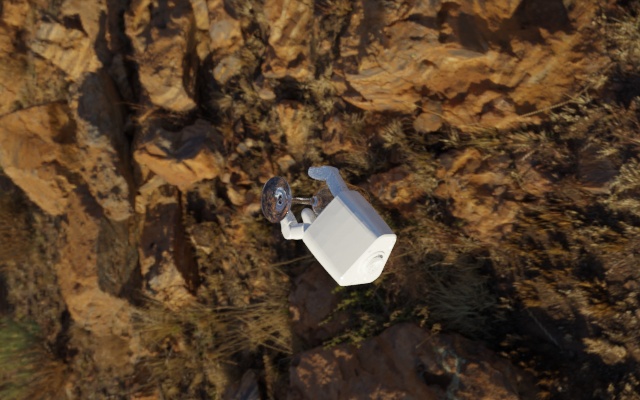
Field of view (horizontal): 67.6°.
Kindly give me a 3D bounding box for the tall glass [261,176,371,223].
[{"bbox_3d":[0.000,0.003,0.822,0.201,0.079,0.079,3,-2,-44],"label":"tall glass"}]
